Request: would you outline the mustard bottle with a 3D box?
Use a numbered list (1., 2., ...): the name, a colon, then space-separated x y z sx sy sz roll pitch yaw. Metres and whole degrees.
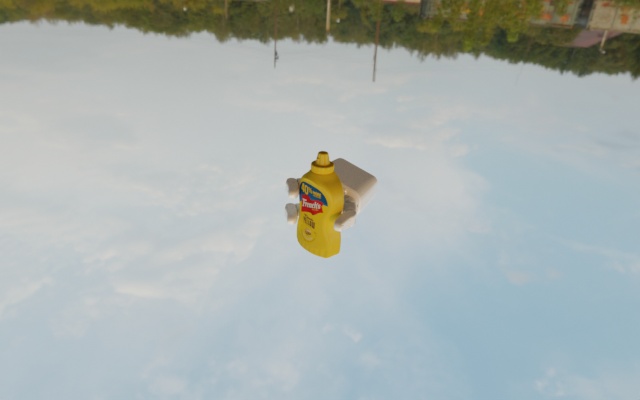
1. mustard bottle: 0.000 0.003 0.865 0.058 0.192 0.096 -17 33 -36
